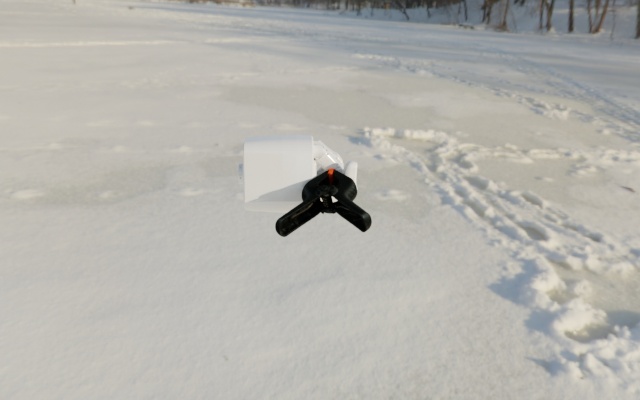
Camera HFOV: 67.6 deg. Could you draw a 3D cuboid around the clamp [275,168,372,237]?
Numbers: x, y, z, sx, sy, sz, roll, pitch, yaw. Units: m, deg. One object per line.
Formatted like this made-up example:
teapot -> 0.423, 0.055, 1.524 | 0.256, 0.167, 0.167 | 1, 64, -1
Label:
clamp -> 0.000, 0.002, 0.653 | 0.120, 0.039, 0.171 | -2, 23, -2
